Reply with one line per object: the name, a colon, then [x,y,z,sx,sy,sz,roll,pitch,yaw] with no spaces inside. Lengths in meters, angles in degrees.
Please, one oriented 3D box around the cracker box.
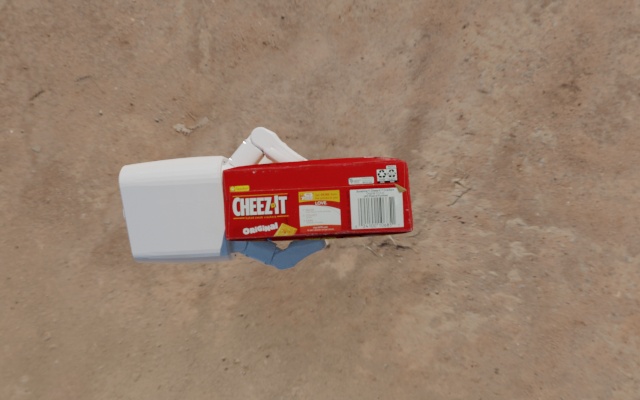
cracker box: [0.000,0.002,0.513,0.164,0.072,0.214,-3,-1,2]
